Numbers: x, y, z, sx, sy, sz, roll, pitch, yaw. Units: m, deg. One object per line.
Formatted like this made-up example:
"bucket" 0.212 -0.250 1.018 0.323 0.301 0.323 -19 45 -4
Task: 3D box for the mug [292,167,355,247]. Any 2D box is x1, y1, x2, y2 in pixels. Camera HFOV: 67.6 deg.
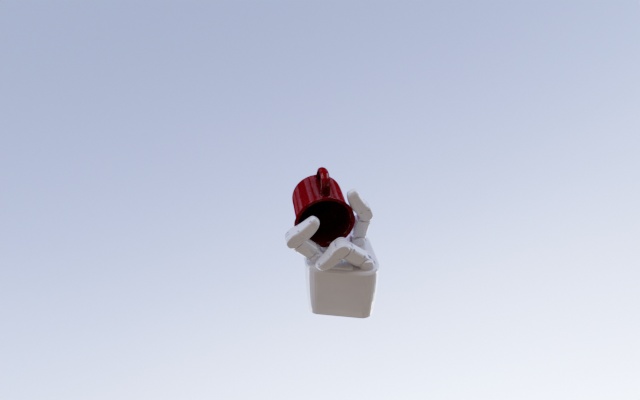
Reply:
"mug" 0.000 0.001 0.740 0.093 0.117 0.081 -5 35 -9
